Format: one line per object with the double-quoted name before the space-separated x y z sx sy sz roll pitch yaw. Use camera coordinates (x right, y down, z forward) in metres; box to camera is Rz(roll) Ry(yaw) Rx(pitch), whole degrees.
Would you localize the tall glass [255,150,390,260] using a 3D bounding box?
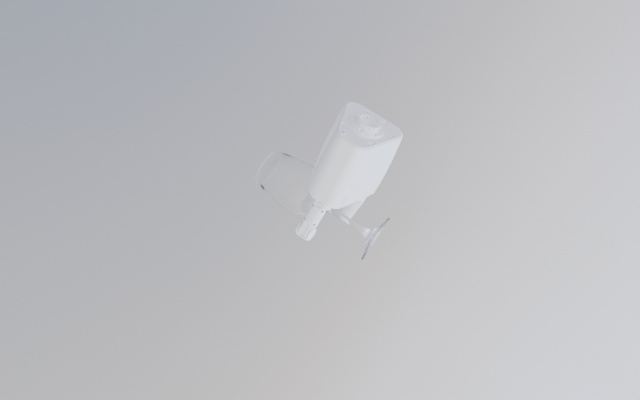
"tall glass" 0.001 0.003 0.716 0.201 0.079 0.079 33 6 9
